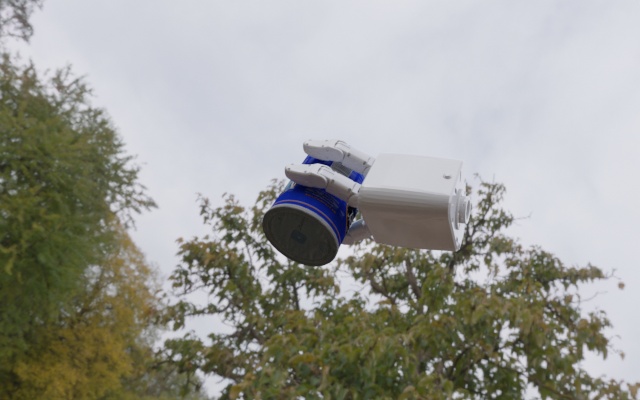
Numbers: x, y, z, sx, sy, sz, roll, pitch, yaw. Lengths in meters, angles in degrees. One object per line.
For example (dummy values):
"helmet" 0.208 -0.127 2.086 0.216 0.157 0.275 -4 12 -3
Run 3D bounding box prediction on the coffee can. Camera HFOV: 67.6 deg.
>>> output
"coffee can" 0.000 0.002 0.635 0.103 0.103 0.140 0 40 31
